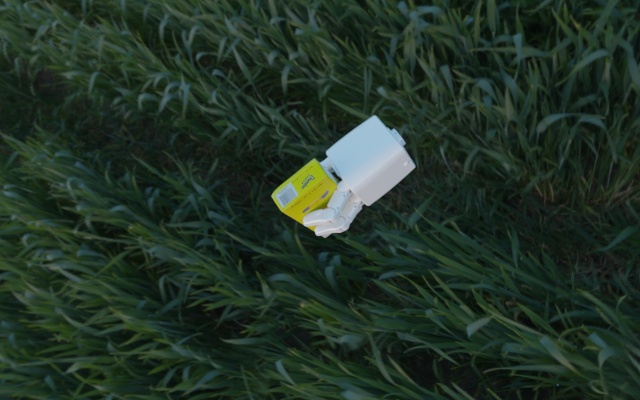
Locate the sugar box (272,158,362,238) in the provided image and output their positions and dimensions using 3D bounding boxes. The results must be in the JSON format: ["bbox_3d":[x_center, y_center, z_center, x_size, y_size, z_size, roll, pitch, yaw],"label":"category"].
[{"bbox_3d":[0.000,0.003,0.811,0.093,0.048,0.176,-38,-31,9],"label":"sugar box"}]
